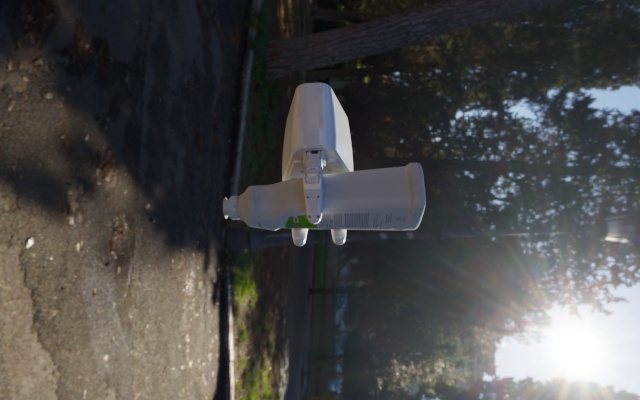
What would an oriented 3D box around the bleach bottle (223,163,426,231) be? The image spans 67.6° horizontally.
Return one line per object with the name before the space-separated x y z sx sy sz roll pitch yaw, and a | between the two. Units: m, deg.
bleach bottle | 0.000 0.002 0.611 0.251 0.068 0.103 -2 -25 3
